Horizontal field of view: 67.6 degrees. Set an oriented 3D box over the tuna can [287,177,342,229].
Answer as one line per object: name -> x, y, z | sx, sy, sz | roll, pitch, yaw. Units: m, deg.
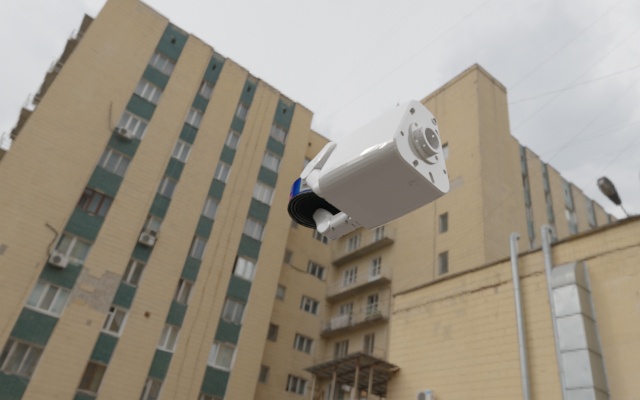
tuna can -> 0.000, 0.002, 0.639 | 0.086, 0.033, 0.086 | 4, -37, 3
